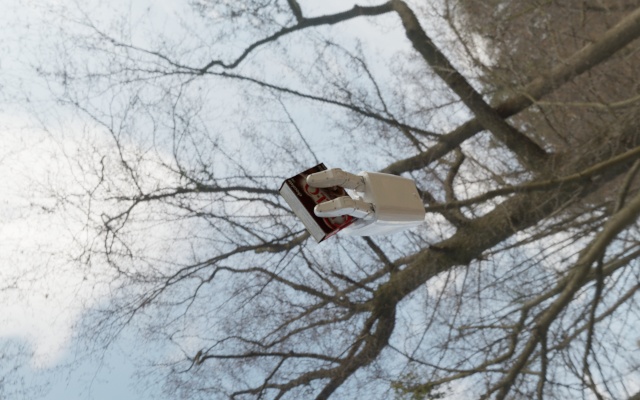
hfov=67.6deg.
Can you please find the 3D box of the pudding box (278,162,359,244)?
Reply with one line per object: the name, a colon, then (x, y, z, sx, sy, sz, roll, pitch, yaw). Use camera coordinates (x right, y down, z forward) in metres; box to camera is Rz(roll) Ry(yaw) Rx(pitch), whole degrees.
pudding box: (0.000, 0.003, 0.771, 0.090, 0.113, 0.039, -28, -17, -41)
